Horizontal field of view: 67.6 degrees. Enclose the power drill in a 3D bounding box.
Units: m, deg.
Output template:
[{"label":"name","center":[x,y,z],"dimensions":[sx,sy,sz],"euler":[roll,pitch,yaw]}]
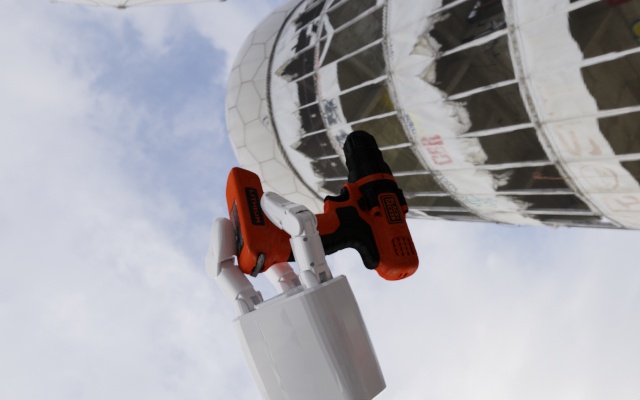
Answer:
[{"label":"power drill","center":[0.000,0.002,0.501],"dimensions":[0.187,0.184,0.057],"euler":[-4,-31,-20]}]
